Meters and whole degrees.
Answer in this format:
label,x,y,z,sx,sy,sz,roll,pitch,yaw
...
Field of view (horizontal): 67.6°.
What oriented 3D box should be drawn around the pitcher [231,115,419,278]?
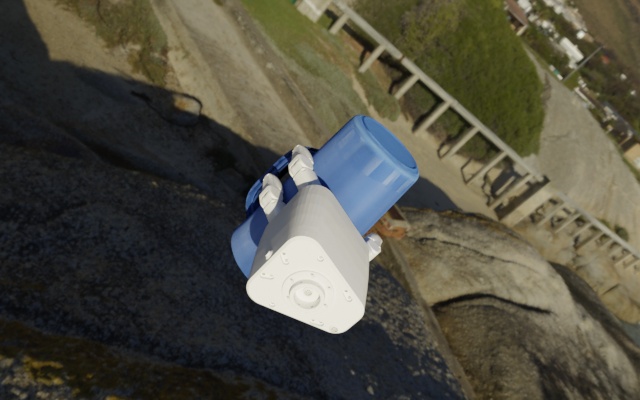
label,x,y,z,sx,sy,sz,roll,pitch,yaw
pitcher,0.000,0.002,0.619,0.149,0.243,0.145,40,24,-11
